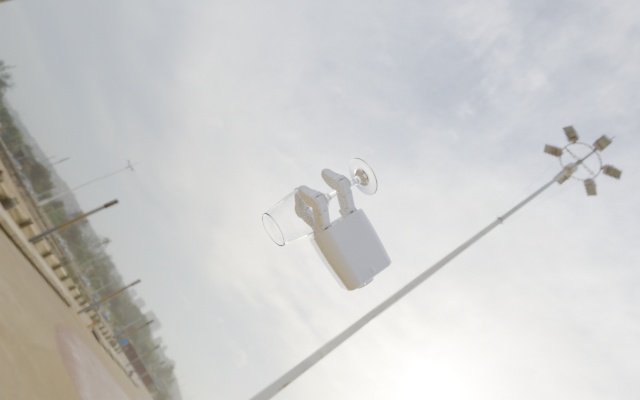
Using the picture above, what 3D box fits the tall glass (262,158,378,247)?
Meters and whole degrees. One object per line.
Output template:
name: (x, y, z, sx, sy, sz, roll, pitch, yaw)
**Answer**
tall glass: (0.001, 0.002, 0.812, 0.201, 0.079, 0.079, -30, 14, -26)
